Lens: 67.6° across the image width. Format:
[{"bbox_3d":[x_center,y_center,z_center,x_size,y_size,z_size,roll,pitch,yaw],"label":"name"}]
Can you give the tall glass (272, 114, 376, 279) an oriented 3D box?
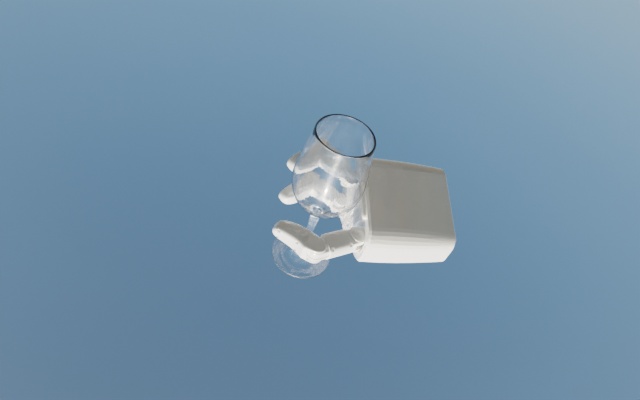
[{"bbox_3d":[0.000,0.002,0.525,0.079,0.079,0.201,0,-40,-18],"label":"tall glass"}]
